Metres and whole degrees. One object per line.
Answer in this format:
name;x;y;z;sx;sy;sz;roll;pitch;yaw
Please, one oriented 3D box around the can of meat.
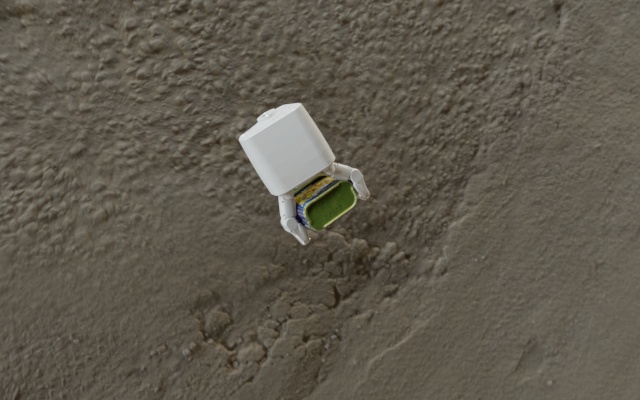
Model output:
can of meat;0.000;0.003;0.798;0.102;0.057;0.084;-35;21;-18
